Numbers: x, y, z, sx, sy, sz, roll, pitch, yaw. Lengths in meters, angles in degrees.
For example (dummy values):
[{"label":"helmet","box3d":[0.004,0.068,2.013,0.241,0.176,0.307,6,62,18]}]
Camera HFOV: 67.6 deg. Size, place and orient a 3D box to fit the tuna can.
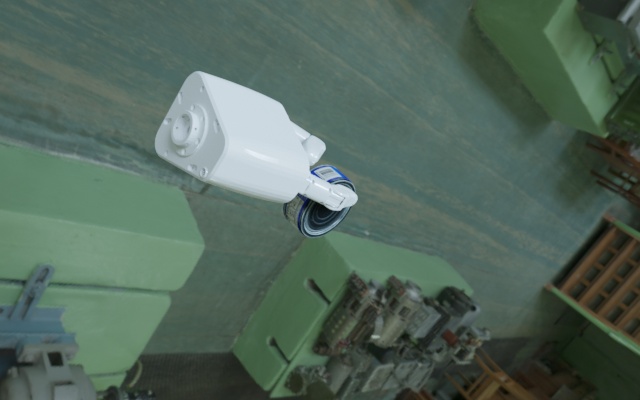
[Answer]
[{"label":"tuna can","box3d":[0.000,0.002,0.566,0.086,0.086,0.033,0,34,-49]}]
